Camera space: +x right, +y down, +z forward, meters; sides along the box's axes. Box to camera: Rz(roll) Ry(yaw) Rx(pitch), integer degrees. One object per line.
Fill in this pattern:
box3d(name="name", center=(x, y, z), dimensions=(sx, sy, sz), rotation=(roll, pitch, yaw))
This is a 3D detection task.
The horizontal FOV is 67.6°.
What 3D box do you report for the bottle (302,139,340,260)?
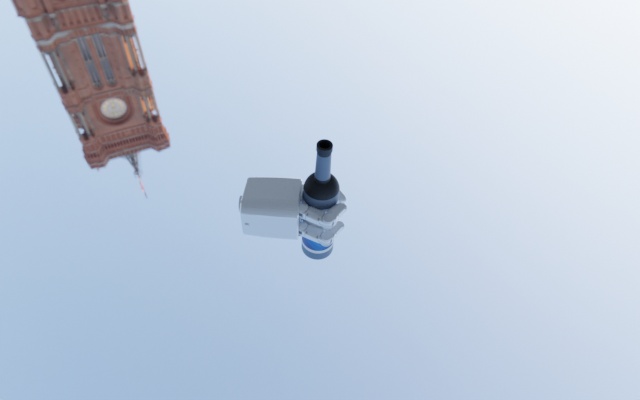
box3d(name="bottle", center=(0.000, 0.003, 0.890), dimensions=(0.069, 0.069, 0.296), rotation=(0, -40, -3))
